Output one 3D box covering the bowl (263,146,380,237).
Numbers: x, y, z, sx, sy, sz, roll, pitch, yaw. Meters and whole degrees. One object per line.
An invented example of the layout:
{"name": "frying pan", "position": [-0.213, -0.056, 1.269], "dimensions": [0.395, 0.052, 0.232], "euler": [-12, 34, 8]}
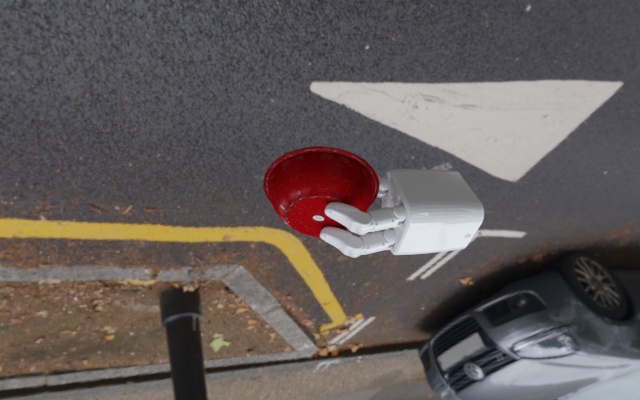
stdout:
{"name": "bowl", "position": [-0.001, 0.003, 0.648], "dimensions": [0.162, 0.055, 0.162], "euler": [2, -39, 1]}
